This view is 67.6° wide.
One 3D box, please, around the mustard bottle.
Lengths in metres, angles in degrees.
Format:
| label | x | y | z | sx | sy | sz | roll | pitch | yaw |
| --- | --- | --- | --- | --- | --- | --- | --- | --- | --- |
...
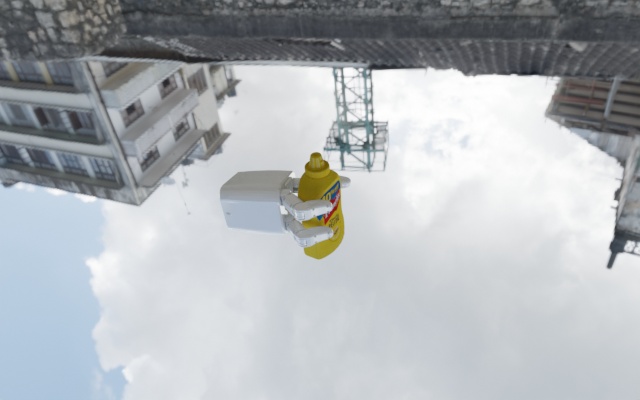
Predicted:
| label | x | y | z | sx | sy | sz | roll | pitch | yaw |
| --- | --- | --- | --- | --- | --- | --- | --- | --- | --- |
| mustard bottle | 0.000 | 0.003 | 0.813 | 0.058 | 0.192 | 0.096 | 19 | 44 | 29 |
